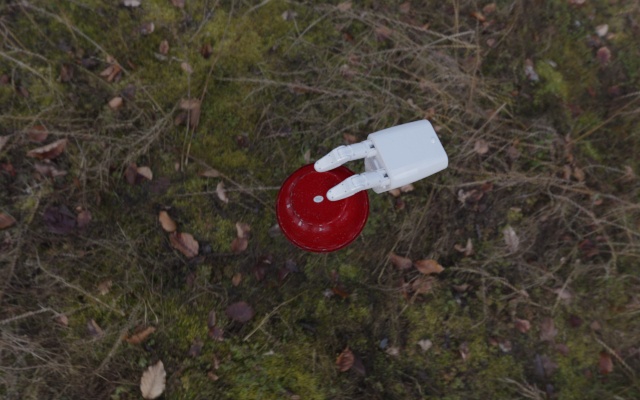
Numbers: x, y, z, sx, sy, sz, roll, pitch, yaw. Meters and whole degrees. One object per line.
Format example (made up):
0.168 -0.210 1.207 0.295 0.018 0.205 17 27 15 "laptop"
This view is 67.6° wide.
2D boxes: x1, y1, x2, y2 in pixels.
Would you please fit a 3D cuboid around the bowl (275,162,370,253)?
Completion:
-0.001 0.003 0.787 0.162 0.162 0.055 0 -16 6 "bowl"
